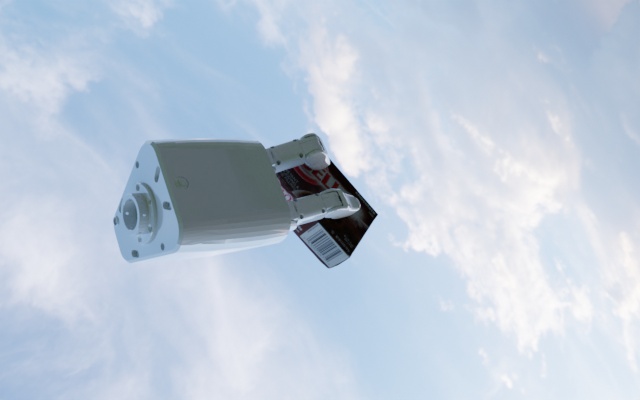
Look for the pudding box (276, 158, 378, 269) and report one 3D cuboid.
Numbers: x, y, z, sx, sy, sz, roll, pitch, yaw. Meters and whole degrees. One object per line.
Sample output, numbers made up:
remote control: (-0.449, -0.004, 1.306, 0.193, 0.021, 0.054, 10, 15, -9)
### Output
pudding box: (0.000, 0.002, 0.498, 0.039, 0.113, 0.090, -35, 8, 37)
